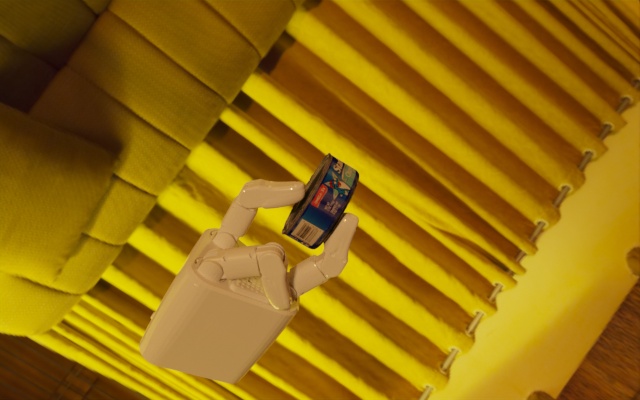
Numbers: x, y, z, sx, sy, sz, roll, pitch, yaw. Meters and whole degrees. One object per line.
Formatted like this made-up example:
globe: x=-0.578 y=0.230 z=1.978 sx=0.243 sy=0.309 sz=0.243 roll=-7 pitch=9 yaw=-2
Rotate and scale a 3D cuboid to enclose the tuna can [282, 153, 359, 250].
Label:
tuna can: x=0.001 y=0.002 z=0.438 sx=0.034 sy=0.086 sz=0.086 roll=30 pitch=-4 yaw=-7
